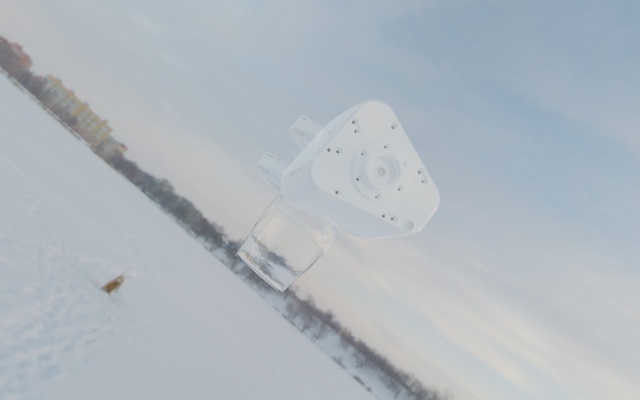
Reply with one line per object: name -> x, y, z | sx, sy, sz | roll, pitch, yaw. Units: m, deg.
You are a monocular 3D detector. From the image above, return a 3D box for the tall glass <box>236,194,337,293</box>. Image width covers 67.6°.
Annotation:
tall glass -> 0.001, 0.001, 0.508 | 0.079, 0.201, 0.079 | 39, -13, 10
